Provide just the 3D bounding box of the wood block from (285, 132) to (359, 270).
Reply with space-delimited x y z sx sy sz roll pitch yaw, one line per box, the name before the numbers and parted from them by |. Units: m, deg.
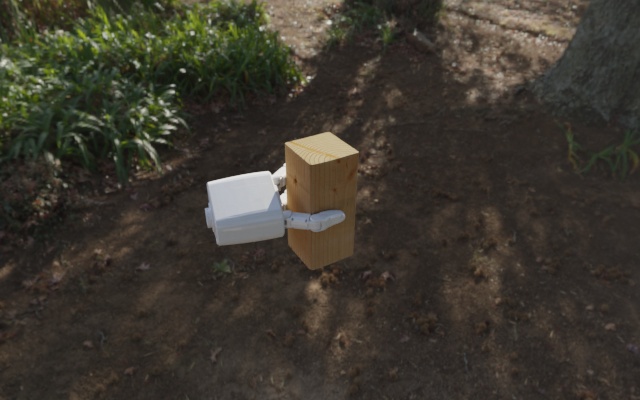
wood block | 0.000 0.003 0.813 0.090 0.206 0.090 -17 37 -26
